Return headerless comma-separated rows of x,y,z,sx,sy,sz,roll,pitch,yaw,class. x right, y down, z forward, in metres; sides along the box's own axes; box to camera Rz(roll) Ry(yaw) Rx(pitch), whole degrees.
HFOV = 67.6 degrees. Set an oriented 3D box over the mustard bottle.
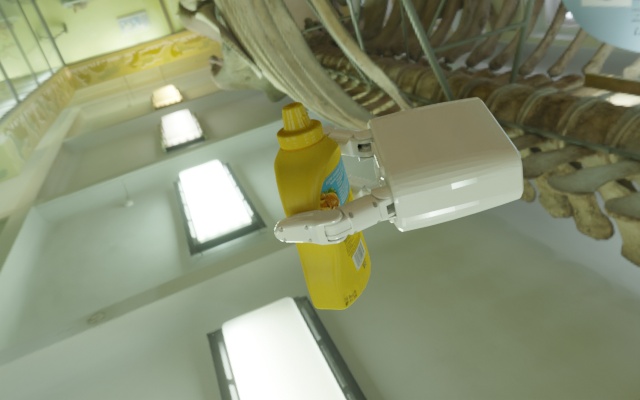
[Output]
0.000,0.002,0.448,0.058,0.192,0.096,-3,29,24,mustard bottle
